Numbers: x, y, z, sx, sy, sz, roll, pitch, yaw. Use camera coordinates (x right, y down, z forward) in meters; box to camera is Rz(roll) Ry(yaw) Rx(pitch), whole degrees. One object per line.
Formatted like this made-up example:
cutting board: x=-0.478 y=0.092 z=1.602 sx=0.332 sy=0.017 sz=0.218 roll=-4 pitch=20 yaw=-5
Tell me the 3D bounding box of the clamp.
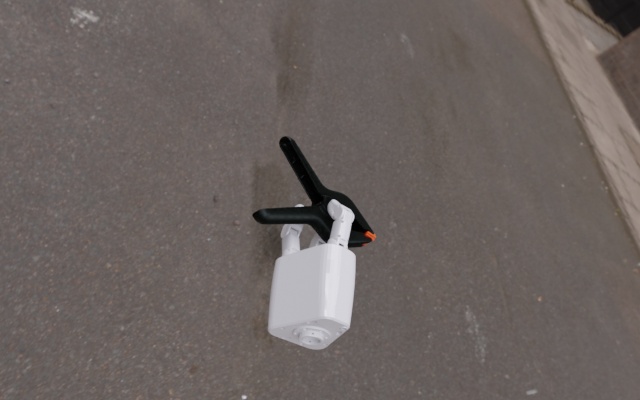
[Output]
clamp: x=0.001 y=0.002 z=0.731 sx=0.210 sy=0.164 sz=0.036 roll=29 pitch=-40 yaw=-27
